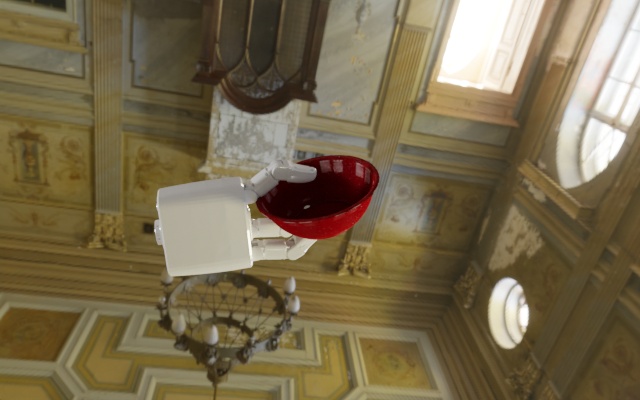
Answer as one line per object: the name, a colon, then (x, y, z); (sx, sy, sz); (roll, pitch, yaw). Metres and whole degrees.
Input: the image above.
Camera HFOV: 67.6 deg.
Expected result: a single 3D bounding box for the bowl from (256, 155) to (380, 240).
bowl: (0.002, 0.002, 0.623); (0.162, 0.055, 0.162); (-10, 31, 6)
